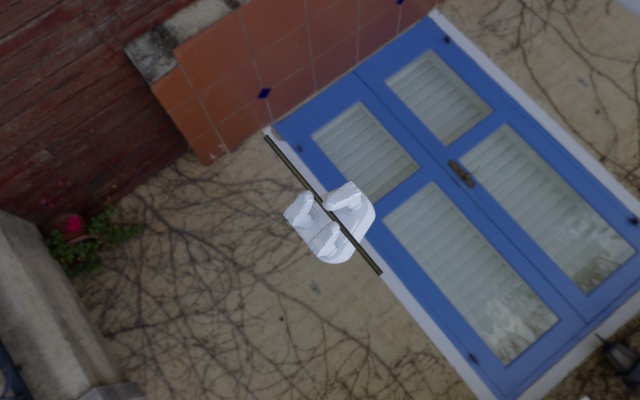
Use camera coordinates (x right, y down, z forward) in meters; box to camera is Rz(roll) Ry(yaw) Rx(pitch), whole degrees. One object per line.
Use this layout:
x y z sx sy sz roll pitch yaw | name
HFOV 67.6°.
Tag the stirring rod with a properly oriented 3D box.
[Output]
0.000 0.002 0.620 0.011 0.239 0.011 -37 -15 -12 | stirring rod
